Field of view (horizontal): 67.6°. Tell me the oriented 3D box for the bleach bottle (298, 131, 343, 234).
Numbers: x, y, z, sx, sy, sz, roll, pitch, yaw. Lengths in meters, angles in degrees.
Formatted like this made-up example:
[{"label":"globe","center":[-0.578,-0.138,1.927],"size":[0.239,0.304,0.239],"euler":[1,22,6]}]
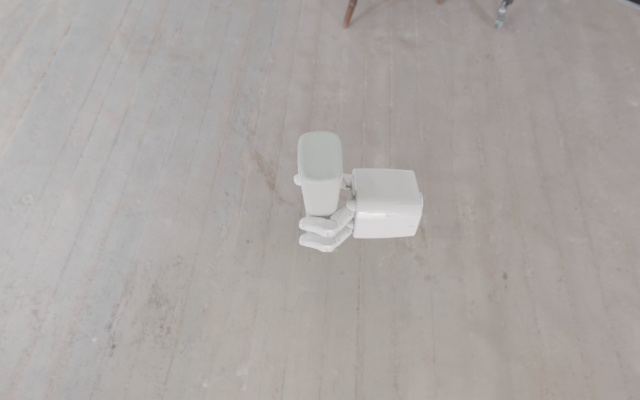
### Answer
[{"label":"bleach bottle","center":[0.000,0.003,0.807],"size":[0.068,0.102,0.251],"euler":[-1,-32,0]}]
